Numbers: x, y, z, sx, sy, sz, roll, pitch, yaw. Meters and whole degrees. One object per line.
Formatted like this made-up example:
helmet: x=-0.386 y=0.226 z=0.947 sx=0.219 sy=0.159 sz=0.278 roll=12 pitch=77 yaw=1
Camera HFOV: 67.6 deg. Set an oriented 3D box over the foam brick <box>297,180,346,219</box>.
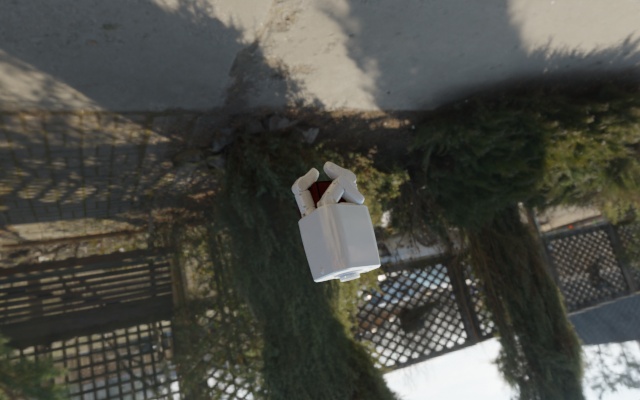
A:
foam brick: x=0.000 y=0.003 z=0.831 sx=0.053 sy=0.051 sz=0.078 roll=-5 pitch=-17 yaw=-32
